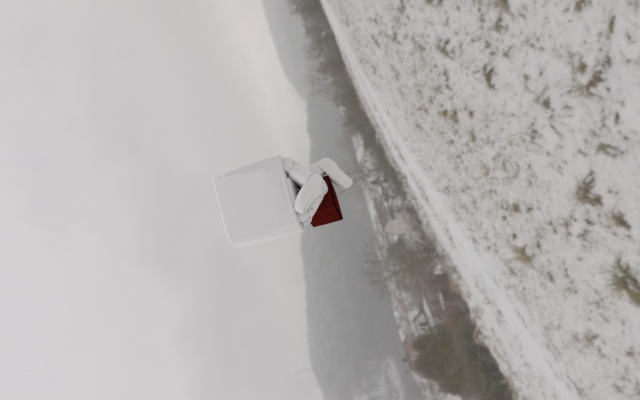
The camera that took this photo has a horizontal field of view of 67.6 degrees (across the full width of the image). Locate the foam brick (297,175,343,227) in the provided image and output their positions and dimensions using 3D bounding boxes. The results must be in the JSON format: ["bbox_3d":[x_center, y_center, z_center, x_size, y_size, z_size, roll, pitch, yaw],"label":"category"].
[{"bbox_3d":[0.000,0.003,0.750,0.051,0.053,0.078,-17,-22,5],"label":"foam brick"}]
